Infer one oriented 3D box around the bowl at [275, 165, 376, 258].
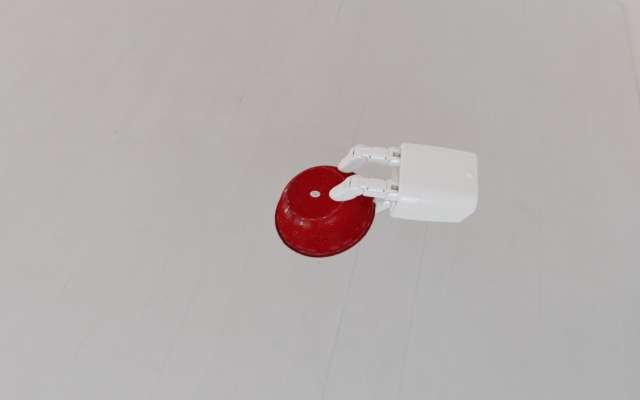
[{"bbox_3d":[-0.001,0.002,0.720,0.162,0.162,0.055,0,-31,16],"label":"bowl"}]
